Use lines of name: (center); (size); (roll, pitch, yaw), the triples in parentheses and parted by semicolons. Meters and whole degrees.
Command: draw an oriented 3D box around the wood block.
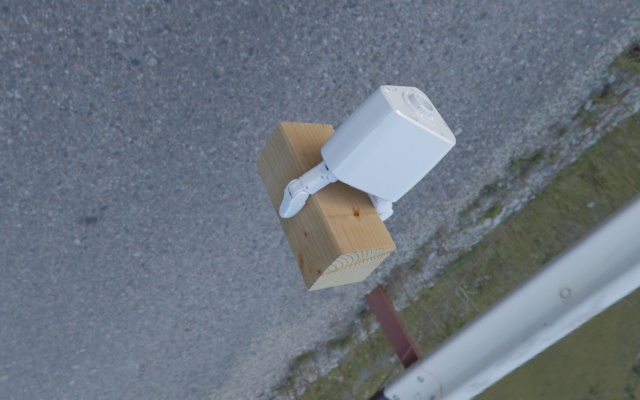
wood block: (0.000, 0.002, 0.633); (0.091, 0.206, 0.090); (-3, -35, -36)
